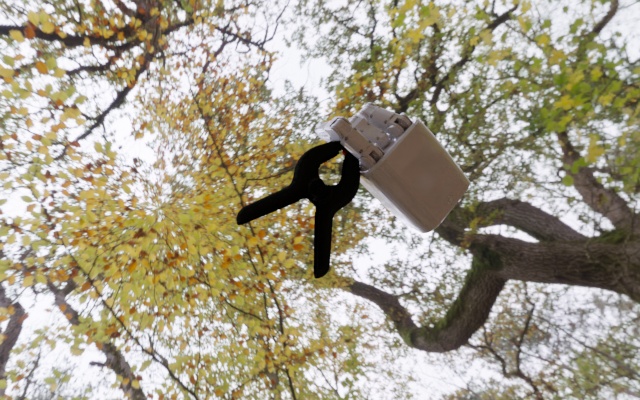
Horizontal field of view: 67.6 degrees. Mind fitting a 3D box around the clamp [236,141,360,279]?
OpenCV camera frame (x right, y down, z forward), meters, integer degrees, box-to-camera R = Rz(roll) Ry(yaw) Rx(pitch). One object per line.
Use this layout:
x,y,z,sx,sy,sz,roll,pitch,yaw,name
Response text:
0.000,0.002,0.559,0.120,0.171,0.039,45,-14,-8,clamp
